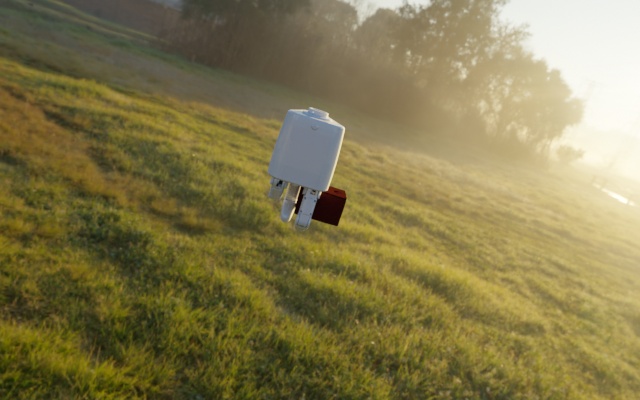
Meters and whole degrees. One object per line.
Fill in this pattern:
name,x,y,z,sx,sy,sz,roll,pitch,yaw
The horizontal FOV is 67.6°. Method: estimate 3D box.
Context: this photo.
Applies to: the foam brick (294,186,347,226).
foam brick,0.000,0.003,0.796,0.078,0.051,0.053,17,15,-5
